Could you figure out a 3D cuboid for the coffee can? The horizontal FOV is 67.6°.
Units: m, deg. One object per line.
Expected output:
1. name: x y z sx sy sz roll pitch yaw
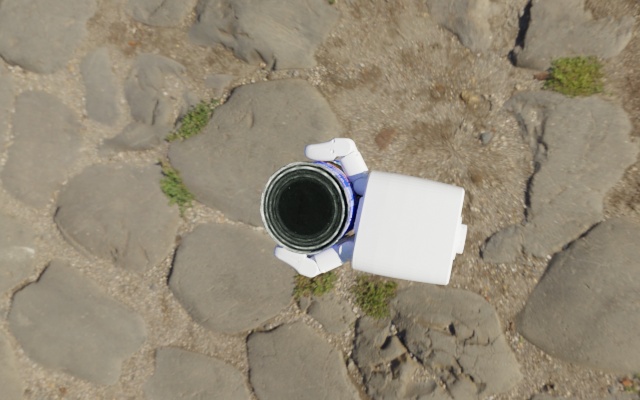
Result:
1. coffee can: 0.000 0.002 0.585 0.103 0.103 0.140 0 6 16
